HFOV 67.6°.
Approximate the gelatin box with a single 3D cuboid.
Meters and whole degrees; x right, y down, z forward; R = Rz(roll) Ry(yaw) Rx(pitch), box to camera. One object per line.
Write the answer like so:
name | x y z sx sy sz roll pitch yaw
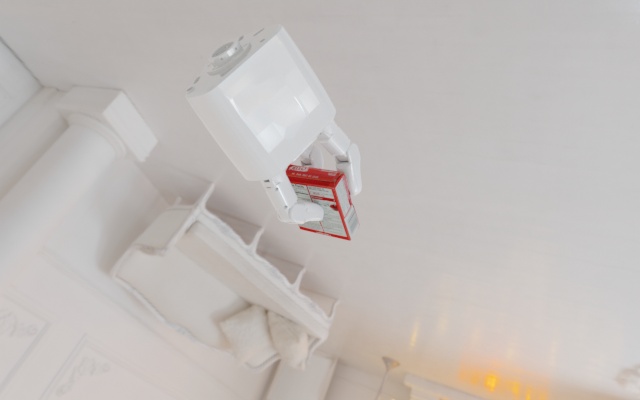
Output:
gelatin box | 0.000 0.002 0.555 0.073 0.089 0.030 10 49 30
